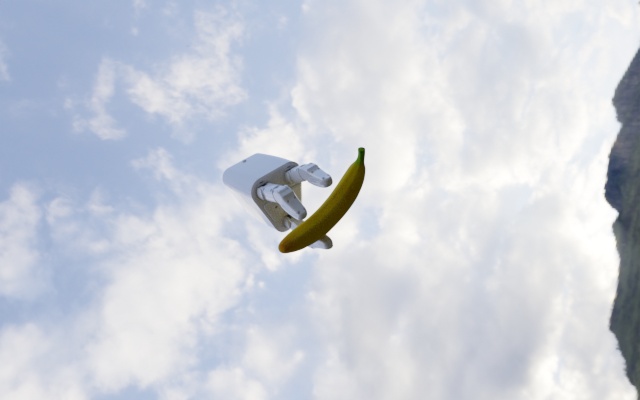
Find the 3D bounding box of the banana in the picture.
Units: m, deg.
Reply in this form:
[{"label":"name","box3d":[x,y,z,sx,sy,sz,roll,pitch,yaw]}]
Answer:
[{"label":"banana","box3d":[0.011,0.010,0.720,0.037,0.197,0.070,27,-16,43]}]
